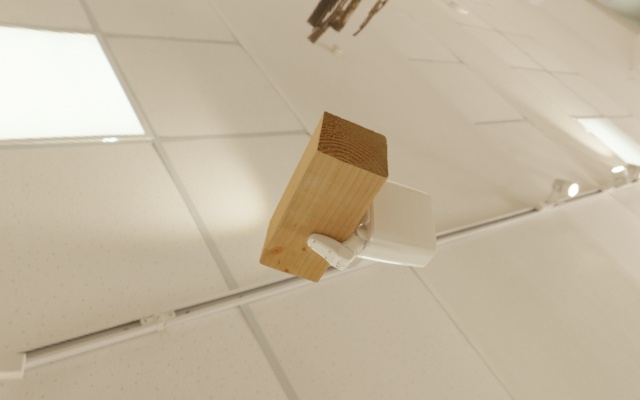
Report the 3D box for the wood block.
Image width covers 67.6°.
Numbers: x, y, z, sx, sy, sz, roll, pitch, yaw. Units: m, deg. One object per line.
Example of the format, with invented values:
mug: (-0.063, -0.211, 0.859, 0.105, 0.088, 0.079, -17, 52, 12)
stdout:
wood block: (0.000, 0.002, 0.625, 0.090, 0.206, 0.090, 21, 39, -11)
